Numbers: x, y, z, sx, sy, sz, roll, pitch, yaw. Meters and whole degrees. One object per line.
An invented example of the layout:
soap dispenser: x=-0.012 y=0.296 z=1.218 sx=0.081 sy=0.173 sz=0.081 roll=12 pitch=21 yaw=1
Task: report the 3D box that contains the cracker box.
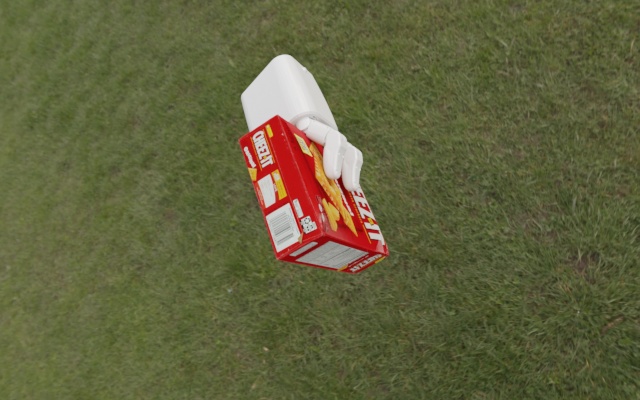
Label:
cracker box: x=0.000 y=0.002 z=0.630 sx=0.072 sy=0.164 sz=0.214 roll=-29 pitch=-24 yaw=20
